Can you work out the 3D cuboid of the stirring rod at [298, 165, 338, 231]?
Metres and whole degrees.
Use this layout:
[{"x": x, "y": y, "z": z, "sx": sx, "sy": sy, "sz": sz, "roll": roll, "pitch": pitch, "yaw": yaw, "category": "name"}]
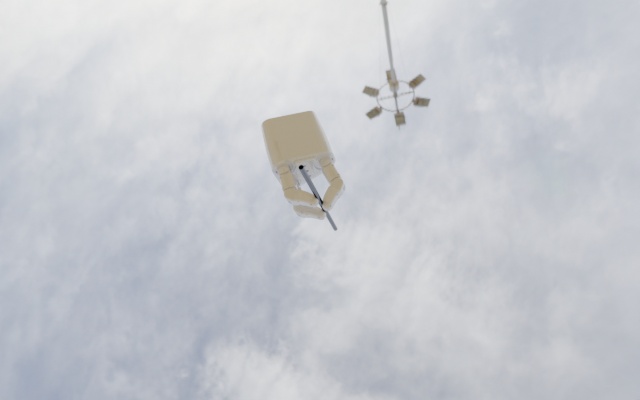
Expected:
[{"x": 0.000, "y": 0.003, "z": 0.804, "sx": 0.011, "sy": 0.011, "sz": 0.240, "roll": 0, "pitch": -25, "yaw": 15, "category": "stirring rod"}]
